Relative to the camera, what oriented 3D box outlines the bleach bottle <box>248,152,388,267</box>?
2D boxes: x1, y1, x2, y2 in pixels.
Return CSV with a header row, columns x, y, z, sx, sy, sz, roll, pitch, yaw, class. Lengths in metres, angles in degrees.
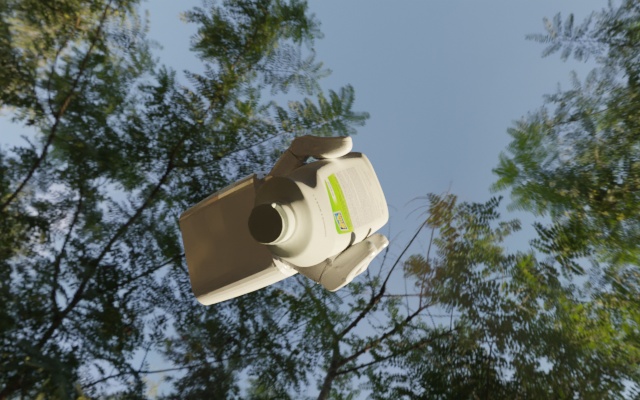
x,y,z,sx,sy,sz,roll,pitch,yaw,class
0.000,0.002,0.455,0.068,0.102,0.251,-24,-5,19,bleach bottle
